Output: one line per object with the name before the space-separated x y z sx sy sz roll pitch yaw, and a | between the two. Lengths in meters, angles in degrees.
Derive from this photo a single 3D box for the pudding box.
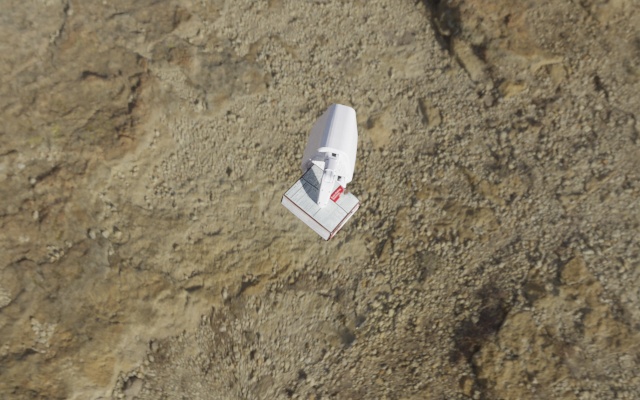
pudding box | 0.000 0.003 0.844 0.113 0.090 0.039 38 -26 10
